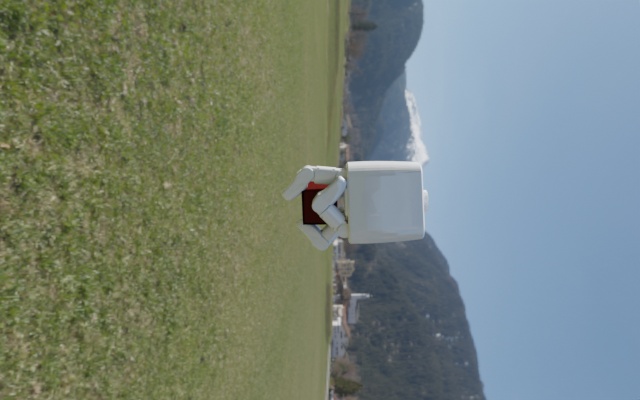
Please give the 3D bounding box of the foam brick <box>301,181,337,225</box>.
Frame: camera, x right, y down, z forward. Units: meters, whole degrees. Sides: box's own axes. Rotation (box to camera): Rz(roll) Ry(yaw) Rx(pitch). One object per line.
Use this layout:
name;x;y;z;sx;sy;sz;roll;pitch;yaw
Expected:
foam brick;0.000;0.002;0.719;0.051;0.053;0.078;-2;14;2
